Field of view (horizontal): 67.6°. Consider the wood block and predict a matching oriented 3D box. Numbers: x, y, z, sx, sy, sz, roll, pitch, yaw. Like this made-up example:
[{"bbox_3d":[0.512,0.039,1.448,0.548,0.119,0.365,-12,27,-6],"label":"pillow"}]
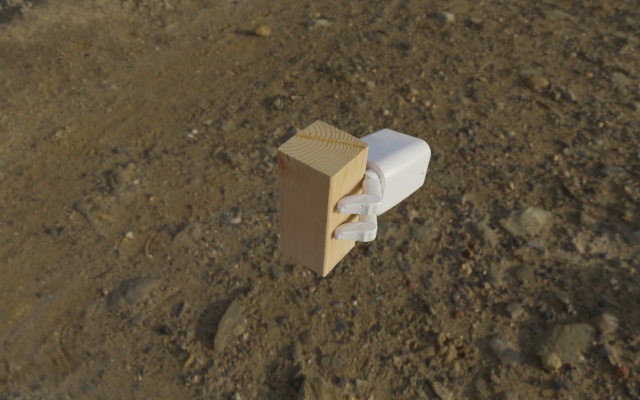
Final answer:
[{"bbox_3d":[0.000,0.002,0.698,0.091,0.206,0.090,29,50,24],"label":"wood block"}]
